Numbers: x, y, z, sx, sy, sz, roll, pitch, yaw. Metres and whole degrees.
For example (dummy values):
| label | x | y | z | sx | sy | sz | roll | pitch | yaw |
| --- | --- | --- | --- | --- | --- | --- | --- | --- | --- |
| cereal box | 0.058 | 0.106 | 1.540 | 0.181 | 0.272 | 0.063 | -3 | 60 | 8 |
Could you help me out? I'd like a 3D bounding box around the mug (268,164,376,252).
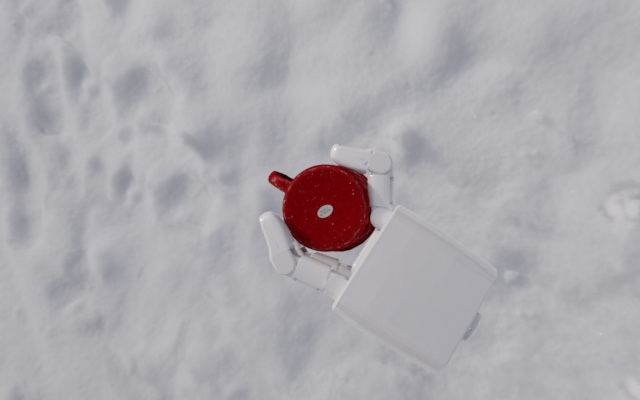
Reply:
| label | x | y | z | sx | sy | sz | roll | pitch | yaw |
| --- | --- | --- | --- | --- | --- | --- | --- | --- | --- |
| mug | -0.001 | 0.001 | 0.474 | 0.117 | 0.093 | 0.081 | 31 | 4 | 9 |
